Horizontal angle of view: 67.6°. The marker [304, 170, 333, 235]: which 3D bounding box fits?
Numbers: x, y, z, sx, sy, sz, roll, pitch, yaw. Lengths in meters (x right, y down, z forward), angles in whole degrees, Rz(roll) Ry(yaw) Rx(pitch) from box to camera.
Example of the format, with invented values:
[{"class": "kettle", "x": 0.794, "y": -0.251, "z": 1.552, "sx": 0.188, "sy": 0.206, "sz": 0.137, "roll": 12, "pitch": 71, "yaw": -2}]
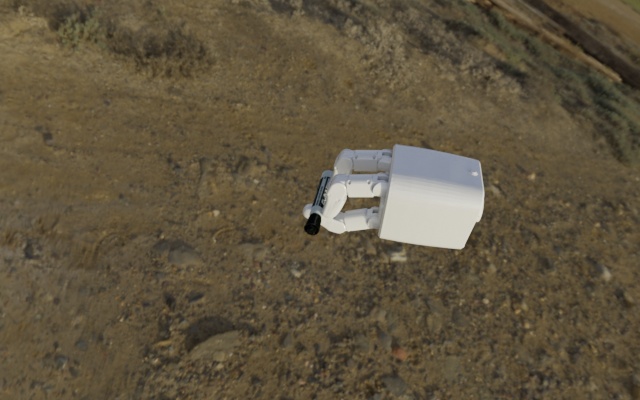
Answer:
[{"class": "marker", "x": 0.000, "y": 0.002, "z": 0.611, "sx": 0.020, "sy": 0.020, "sz": 0.121, "roll": 0, "pitch": 37, "yaw": 14}]
